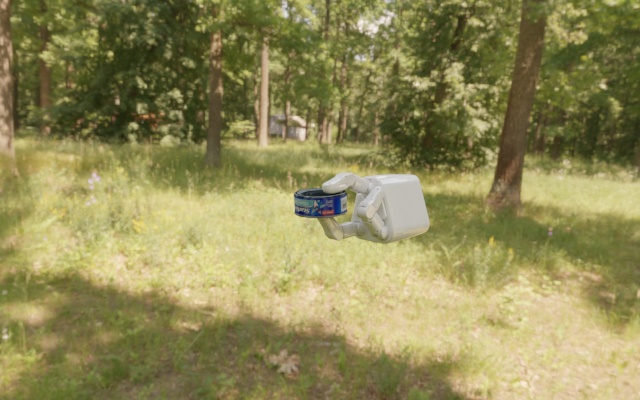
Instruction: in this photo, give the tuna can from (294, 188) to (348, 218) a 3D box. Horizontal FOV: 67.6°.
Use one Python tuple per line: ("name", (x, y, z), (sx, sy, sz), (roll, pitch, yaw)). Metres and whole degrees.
("tuna can", (0.000, 0.002, 0.762), (0.086, 0.034, 0.086), (-2, 11, 0))
